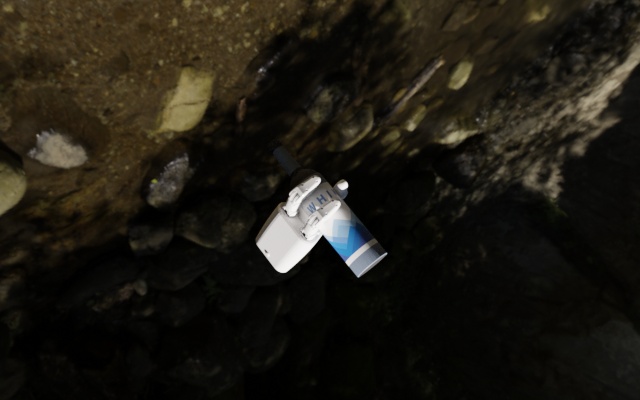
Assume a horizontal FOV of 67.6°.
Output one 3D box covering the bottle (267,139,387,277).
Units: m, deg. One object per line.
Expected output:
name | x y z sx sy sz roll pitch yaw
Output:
bottle | 0.000 0.003 0.868 0.069 0.295 0.069 -37 -14 -11
